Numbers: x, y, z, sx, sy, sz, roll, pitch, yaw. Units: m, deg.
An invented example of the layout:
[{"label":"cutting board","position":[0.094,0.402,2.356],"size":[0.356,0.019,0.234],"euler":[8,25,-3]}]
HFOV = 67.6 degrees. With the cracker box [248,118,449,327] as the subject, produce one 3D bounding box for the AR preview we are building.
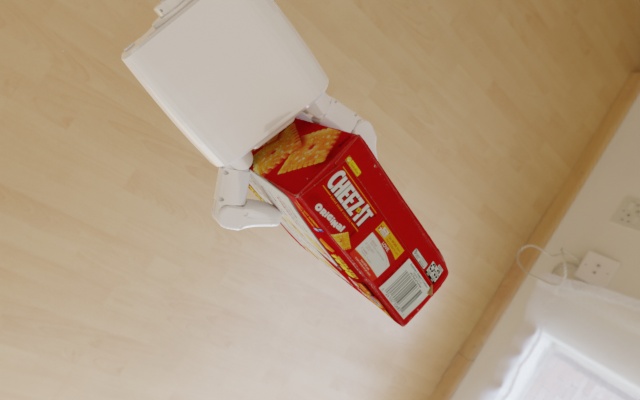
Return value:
[{"label":"cracker box","position":[0.000,0.002,0.447],"size":[0.164,0.072,0.213],"euler":[51,-11,-30]}]
